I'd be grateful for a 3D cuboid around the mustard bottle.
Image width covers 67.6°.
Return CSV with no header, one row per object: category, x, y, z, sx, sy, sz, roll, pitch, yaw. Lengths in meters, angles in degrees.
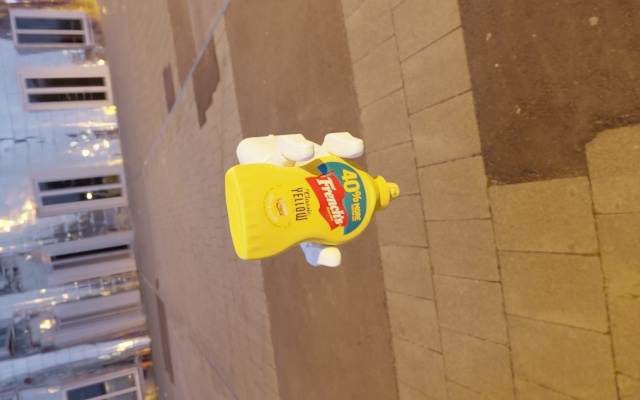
mustard bottle,0.000,0.002,0.512,0.191,0.096,0.058,-8,-3,-25
